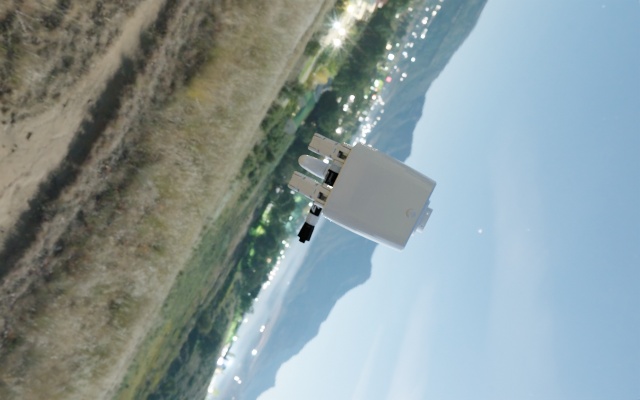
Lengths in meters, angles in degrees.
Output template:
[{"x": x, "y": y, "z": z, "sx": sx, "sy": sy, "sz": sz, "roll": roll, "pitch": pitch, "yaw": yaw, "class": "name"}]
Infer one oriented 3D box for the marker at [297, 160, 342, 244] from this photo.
[{"x": 0.000, "y": 0.002, "z": 0.640, "sx": 0.020, "sy": 0.121, "sz": 0.020, "roll": 25, "pitch": 5, "yaw": -2, "class": "marker"}]
